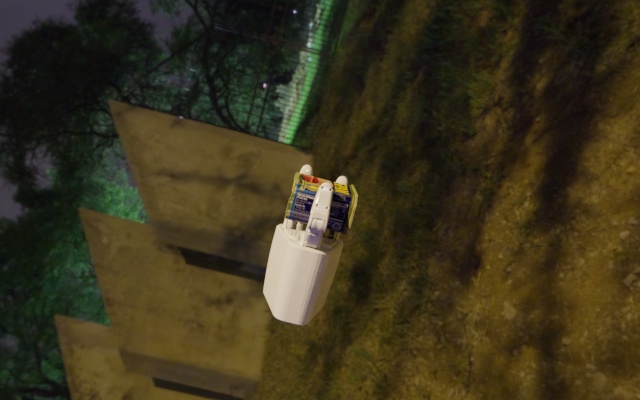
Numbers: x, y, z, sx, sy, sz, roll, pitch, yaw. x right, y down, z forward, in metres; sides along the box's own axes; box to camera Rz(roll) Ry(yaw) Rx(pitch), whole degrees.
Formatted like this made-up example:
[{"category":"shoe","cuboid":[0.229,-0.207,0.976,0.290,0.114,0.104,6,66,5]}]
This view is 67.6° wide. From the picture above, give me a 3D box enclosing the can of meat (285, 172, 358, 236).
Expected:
[{"category":"can of meat","cuboid":[0.000,0.002,0.641,0.084,0.057,0.102,14,12,-3]}]
